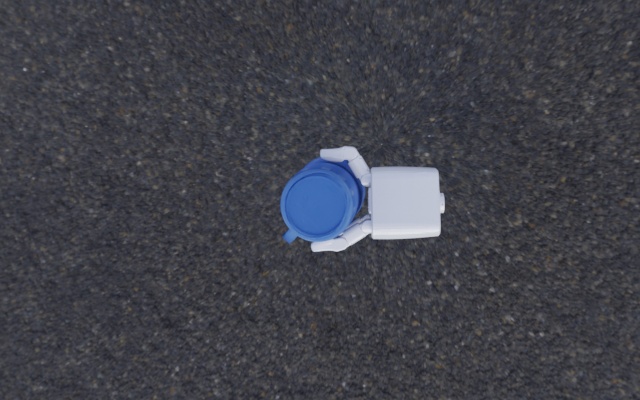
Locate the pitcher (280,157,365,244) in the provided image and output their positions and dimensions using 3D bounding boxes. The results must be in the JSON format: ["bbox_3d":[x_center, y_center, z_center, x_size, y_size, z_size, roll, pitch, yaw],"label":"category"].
[{"bbox_3d":[0.000,0.003,0.800,0.145,0.149,0.243,-1,7,7],"label":"pitcher"}]
